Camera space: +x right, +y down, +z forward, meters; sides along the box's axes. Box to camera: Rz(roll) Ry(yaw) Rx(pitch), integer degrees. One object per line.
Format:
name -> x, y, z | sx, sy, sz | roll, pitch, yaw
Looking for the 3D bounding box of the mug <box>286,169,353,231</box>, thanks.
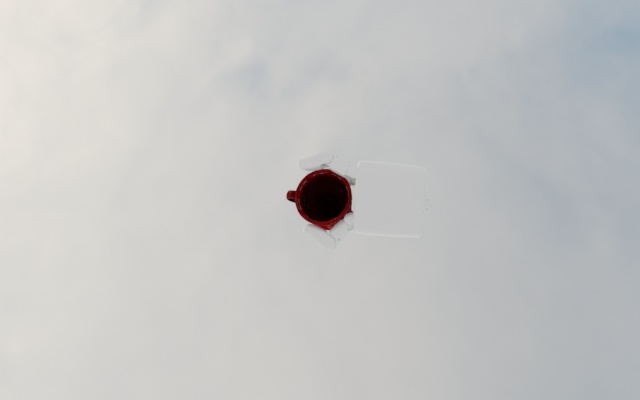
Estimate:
mug -> -0.001, 0.003, 0.798 | 0.117, 0.093, 0.081 | 6, -13, 13
